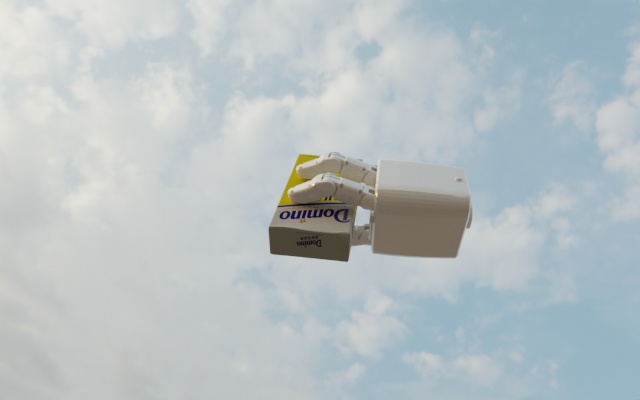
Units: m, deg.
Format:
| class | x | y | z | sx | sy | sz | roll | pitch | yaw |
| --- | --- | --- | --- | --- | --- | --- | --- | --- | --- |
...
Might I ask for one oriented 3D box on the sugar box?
| class | x | y | z | sx | sy | sz | roll | pitch | yaw |
| --- | --- | --- | --- | --- | --- | --- | --- | --- | --- |
| sugar box | 0.000 | 0.001 | 0.597 | 0.093 | 0.048 | 0.176 | 5 | 31 | 7 |
